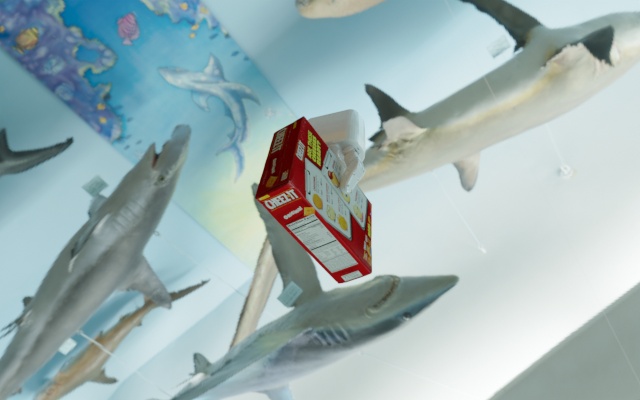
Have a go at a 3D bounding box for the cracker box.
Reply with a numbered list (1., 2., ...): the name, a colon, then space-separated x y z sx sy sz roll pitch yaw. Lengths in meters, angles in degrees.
1. cracker box: 0.000 0.002 0.746 0.072 0.164 0.214 -25 -56 25
